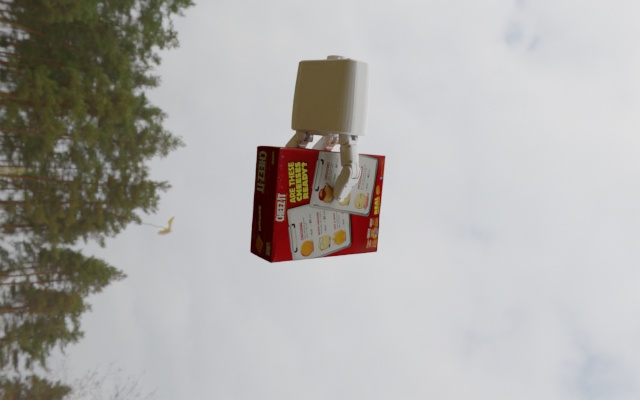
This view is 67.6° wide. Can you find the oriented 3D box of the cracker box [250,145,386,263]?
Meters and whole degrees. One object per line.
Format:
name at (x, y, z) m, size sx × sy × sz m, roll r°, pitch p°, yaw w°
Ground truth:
cracker box at (0.000, 0.002, 0.745) m, size 0.214 × 0.164 × 0.072 m, roll 0°, pitch 8°, yaw -39°
